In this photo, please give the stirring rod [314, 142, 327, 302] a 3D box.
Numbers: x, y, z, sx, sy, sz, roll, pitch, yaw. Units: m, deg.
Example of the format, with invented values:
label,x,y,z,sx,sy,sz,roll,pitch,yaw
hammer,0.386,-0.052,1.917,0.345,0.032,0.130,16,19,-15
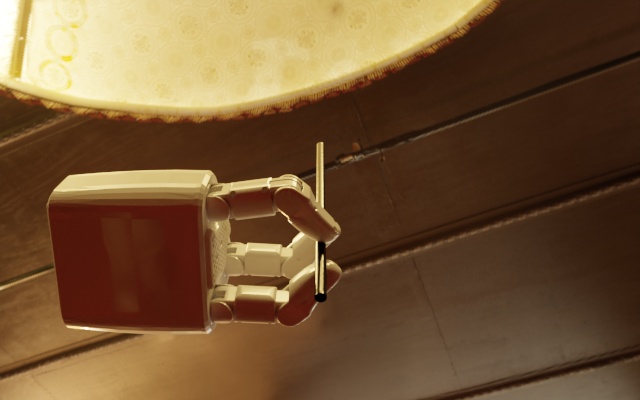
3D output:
label,x,y,z,sx,sy,sz,roll,pitch,yaw
stirring rod,0.000,0.001,0.403,0.011,0.011,0.239,0,30,0
